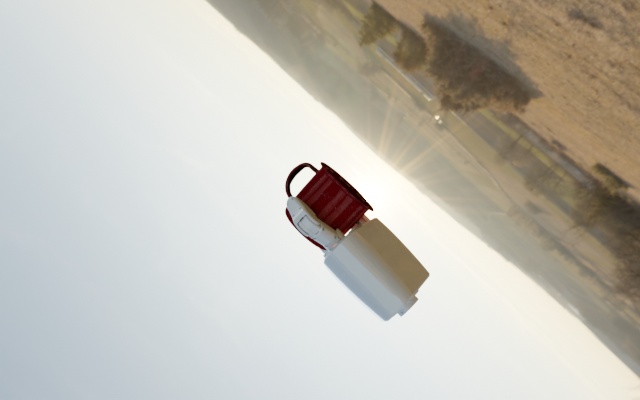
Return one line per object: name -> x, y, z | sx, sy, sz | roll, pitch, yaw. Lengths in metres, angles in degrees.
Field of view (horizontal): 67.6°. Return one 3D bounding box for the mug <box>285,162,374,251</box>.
mug -> -0.001, 0.001, 0.623 | 0.117, 0.081, 0.093 | 45, 10, 13
